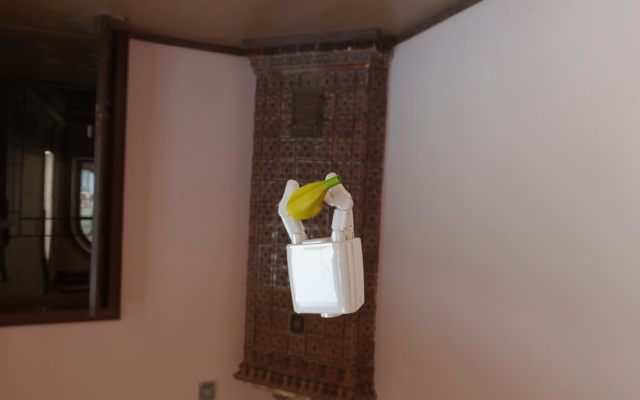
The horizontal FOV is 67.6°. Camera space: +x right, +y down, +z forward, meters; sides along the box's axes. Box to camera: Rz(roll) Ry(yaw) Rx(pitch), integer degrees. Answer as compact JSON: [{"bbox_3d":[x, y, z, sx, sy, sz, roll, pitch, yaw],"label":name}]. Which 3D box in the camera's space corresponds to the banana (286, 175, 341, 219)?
[{"bbox_3d":[-0.017,0.005,0.701,0.069,0.037,0.198,-12,-7,-10],"label":"banana"}]
